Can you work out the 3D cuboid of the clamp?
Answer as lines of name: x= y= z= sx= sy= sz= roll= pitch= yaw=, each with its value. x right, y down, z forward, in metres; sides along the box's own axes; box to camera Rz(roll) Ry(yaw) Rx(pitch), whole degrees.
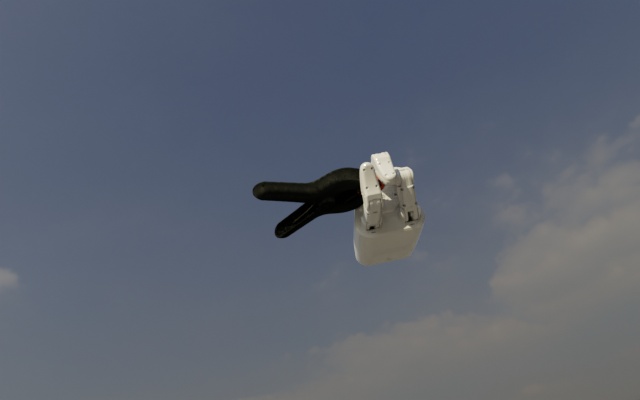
clamp: x=0.000 y=0.002 z=0.648 sx=0.171 sy=0.039 sz=0.120 roll=-10 pitch=-29 yaw=-4
